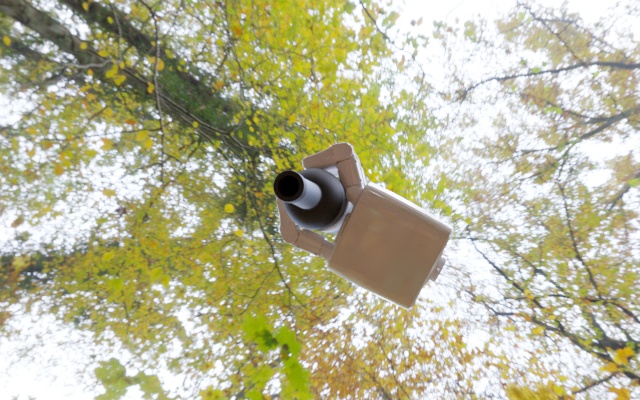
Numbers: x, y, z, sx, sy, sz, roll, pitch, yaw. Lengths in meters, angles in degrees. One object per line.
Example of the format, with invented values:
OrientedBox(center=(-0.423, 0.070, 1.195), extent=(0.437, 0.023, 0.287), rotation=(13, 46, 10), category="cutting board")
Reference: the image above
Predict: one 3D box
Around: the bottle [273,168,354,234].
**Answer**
OrientedBox(center=(0.000, 0.002, 0.549), extent=(0.069, 0.069, 0.296), rotation=(0, -6, 11), category="bottle")
